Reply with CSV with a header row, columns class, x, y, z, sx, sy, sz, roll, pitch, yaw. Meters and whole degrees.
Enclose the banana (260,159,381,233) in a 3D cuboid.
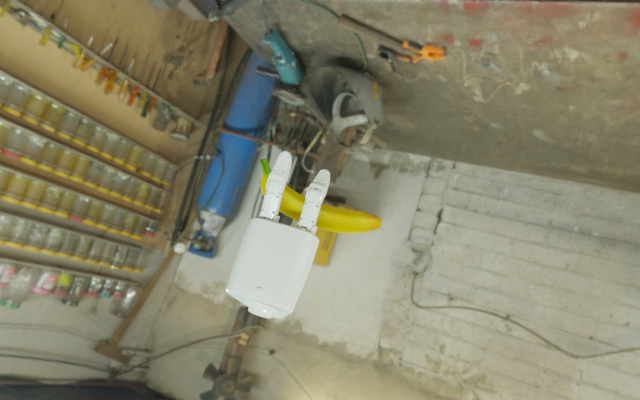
class,x,y,z,sx,sy,sz,roll,pitch,yaw
banana,-0.010,0.010,0.703,0.198,0.037,0.070,26,-38,-8
